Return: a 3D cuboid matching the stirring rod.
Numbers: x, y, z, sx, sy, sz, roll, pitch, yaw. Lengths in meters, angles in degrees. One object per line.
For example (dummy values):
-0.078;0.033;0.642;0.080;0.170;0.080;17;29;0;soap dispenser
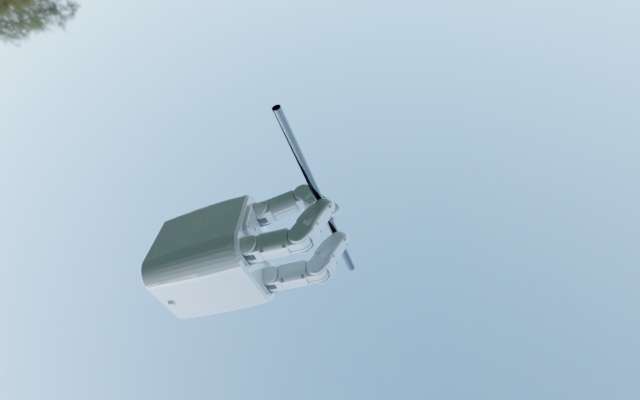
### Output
0.000;0.001;0.473;0.011;0.011;0.240;0;-40;23;stirring rod
